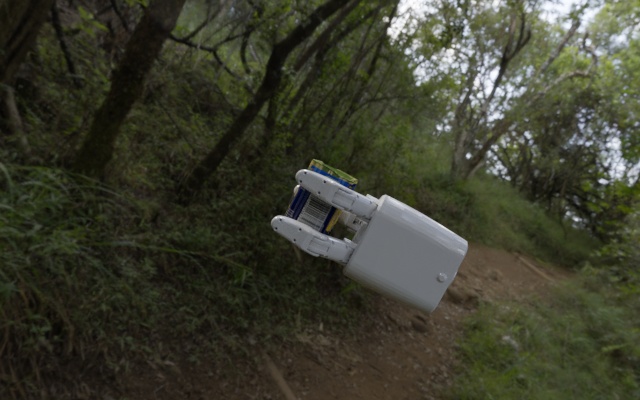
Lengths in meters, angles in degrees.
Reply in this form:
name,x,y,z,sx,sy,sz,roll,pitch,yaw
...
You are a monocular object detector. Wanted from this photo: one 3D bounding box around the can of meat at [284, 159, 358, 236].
name,x,y,z,sx,sy,sz,roll,pitch,yaw
can of meat,0.000,0.001,0.553,0.057,0.084,0.102,28,6,6
